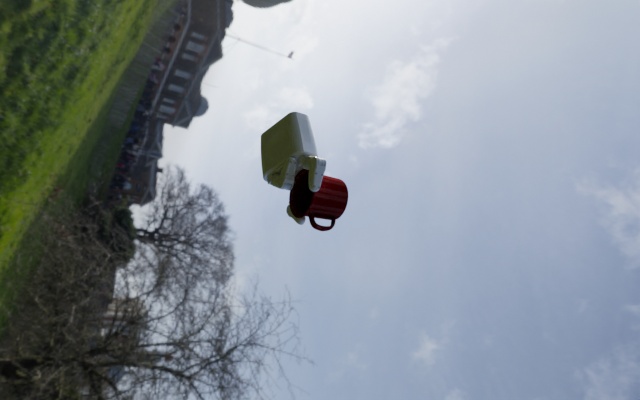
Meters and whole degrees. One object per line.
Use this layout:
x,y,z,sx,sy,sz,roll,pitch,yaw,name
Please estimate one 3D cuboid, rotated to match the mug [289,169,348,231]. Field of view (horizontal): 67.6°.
0.001,0.004,0.893,0.081,0.117,0.093,10,-35,-31,mug
